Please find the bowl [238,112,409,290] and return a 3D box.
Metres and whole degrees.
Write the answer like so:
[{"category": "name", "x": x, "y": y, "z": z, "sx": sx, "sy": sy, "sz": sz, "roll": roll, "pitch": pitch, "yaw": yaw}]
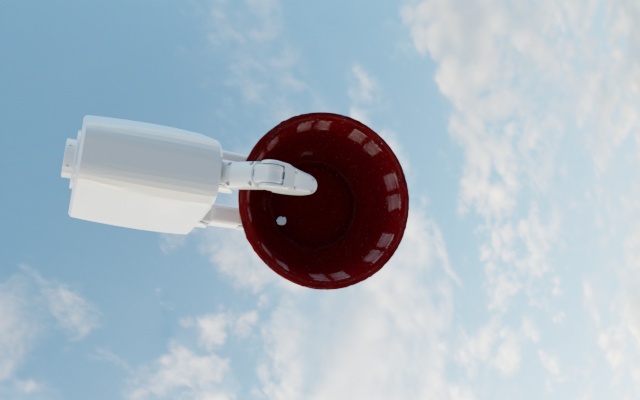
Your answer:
[{"category": "bowl", "x": 0.001, "y": 0.002, "z": 0.455, "sx": 0.162, "sy": 0.162, "sz": 0.055, "roll": 0, "pitch": -6, "yaw": -15}]
